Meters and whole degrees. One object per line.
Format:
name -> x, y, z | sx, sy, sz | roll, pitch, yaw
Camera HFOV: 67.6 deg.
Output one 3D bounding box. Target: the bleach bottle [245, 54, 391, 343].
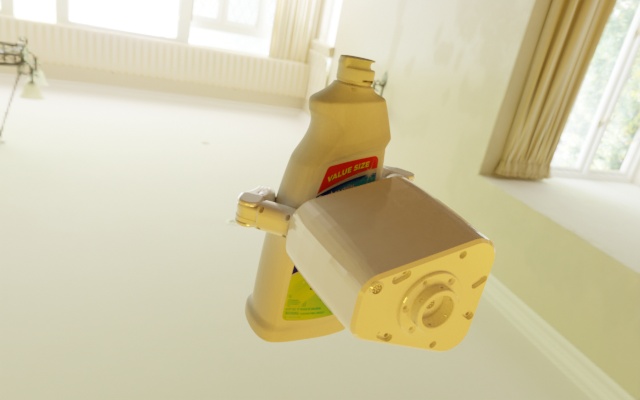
bleach bottle -> 0.000, 0.001, 0.421 | 0.102, 0.251, 0.068 | 0, 24, -27
